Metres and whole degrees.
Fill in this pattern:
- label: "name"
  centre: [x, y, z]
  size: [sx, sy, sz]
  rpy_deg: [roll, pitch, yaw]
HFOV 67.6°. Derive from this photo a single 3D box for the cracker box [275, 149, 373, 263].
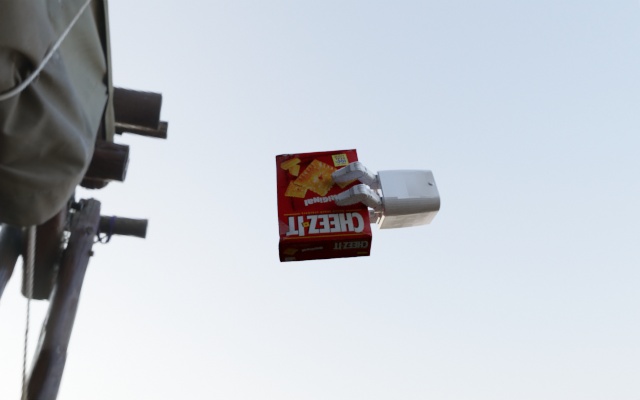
- label: "cracker box"
  centre: [0.000, 0.003, 0.887]
  size: [0.164, 0.213, 0.072]
  rpy_deg: [-4, -39, -3]
